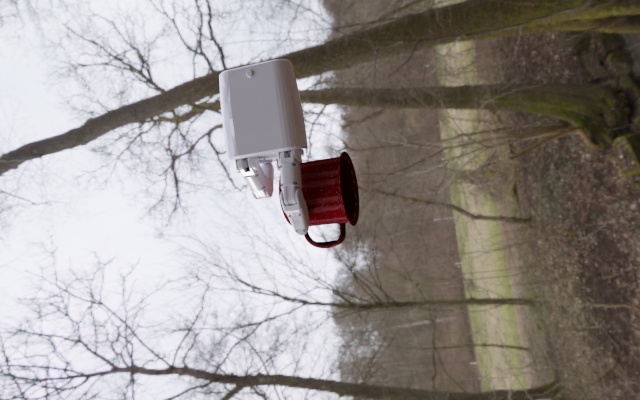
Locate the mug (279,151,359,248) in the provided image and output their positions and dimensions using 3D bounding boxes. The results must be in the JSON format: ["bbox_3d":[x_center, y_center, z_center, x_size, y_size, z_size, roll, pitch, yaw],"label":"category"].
[{"bbox_3d":[0.000,0.003,0.601,0.081,0.117,0.093,-7,-1,17],"label":"mug"}]
